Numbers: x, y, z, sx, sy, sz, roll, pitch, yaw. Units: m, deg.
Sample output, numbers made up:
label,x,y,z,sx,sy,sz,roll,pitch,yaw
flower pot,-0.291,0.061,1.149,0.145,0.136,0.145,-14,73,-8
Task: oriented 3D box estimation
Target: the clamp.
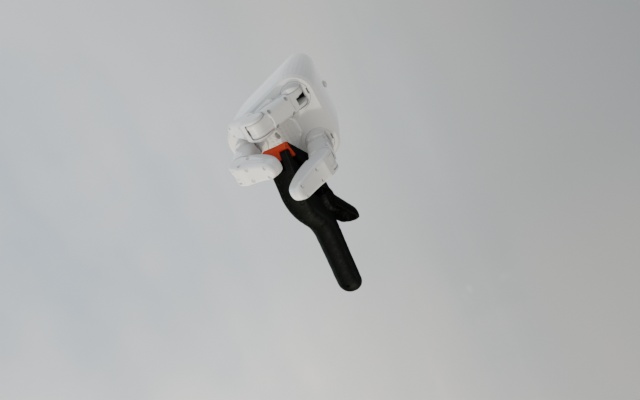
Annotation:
label,x,y,z,sx,sy,sz,roll,pitch,yaw
clamp,-0.001,0.002,0.507,0.039,0.171,0.120,-23,28,14
